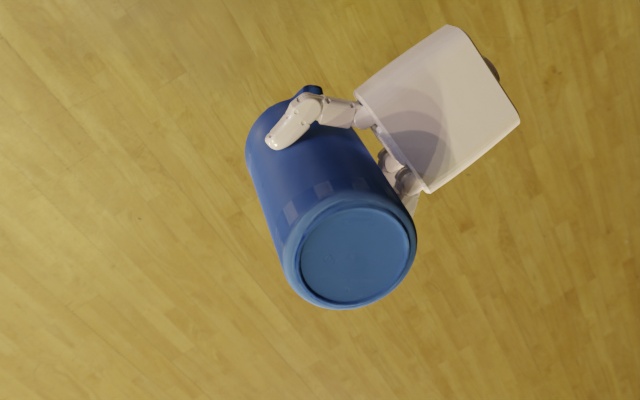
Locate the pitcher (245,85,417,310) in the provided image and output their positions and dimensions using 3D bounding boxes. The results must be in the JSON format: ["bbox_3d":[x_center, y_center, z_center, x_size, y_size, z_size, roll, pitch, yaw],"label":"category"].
[{"bbox_3d":[0.000,0.001,0.468,0.145,0.149,0.242,-37,28,7],"label":"pitcher"}]
